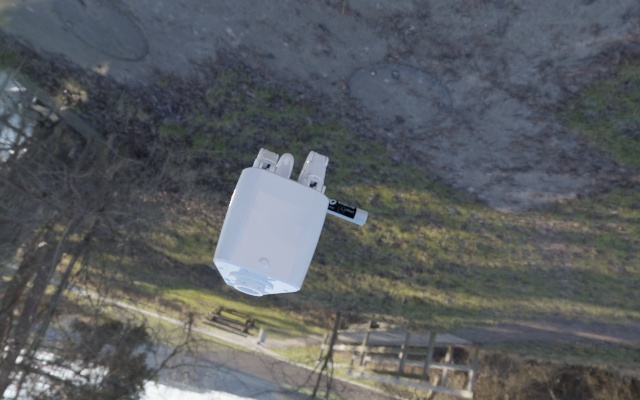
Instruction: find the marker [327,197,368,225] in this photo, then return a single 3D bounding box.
[{"bbox_3d":[0.000,0.002,0.591,0.121,0.020,0.020,21,-4,-10],"label":"marker"}]
